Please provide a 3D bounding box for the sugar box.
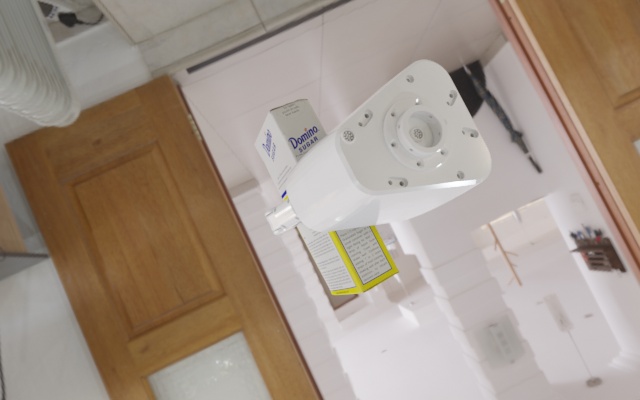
[{"bbox_3d":[0.001,0.001,0.451,0.048,0.176,0.093,-23,-4,-20],"label":"sugar box"}]
